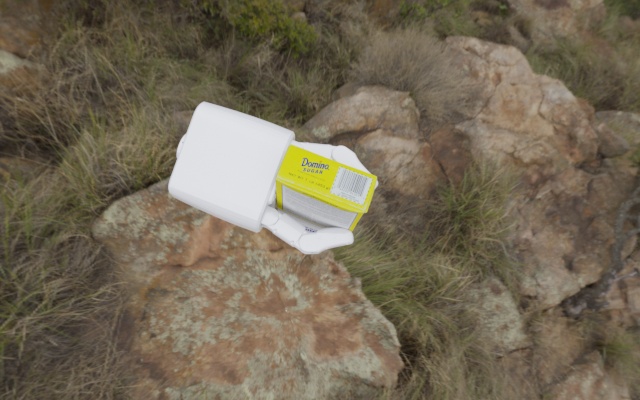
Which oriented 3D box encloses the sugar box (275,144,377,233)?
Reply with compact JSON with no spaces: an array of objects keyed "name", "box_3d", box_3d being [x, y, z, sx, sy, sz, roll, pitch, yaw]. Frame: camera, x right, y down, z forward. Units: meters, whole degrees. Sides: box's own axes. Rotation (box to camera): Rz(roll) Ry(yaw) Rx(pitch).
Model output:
[{"name":"sugar box","box_3d":[0.000,0.001,0.533,0.093,0.048,0.176,22,-14,1]}]
